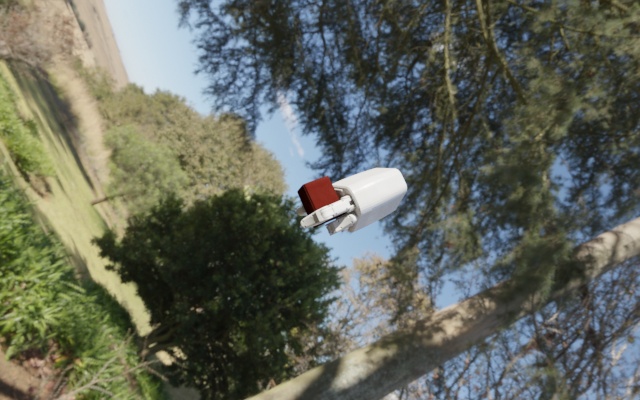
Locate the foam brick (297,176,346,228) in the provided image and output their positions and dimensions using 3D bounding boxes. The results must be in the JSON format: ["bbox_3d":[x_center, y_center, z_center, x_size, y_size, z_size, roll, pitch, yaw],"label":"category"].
[{"bbox_3d":[0.000,0.003,0.862,0.051,0.078,0.053,-24,-4,-19],"label":"foam brick"}]
